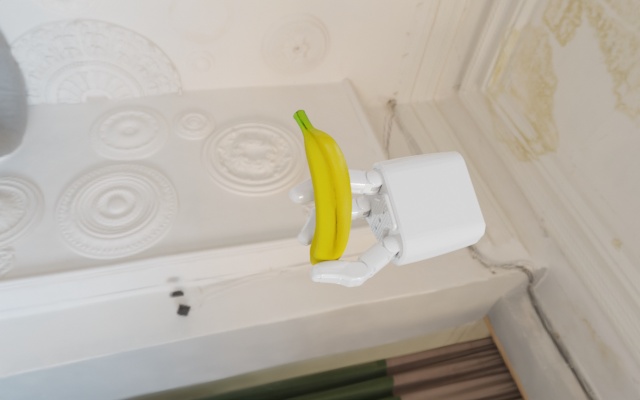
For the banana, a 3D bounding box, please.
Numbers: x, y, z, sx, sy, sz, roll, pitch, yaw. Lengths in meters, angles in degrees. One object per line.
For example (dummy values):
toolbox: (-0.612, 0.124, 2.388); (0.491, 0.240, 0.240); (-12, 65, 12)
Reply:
banana: (0.007, 0.009, 0.483); (0.037, 0.198, 0.069); (-15, 37, -16)
